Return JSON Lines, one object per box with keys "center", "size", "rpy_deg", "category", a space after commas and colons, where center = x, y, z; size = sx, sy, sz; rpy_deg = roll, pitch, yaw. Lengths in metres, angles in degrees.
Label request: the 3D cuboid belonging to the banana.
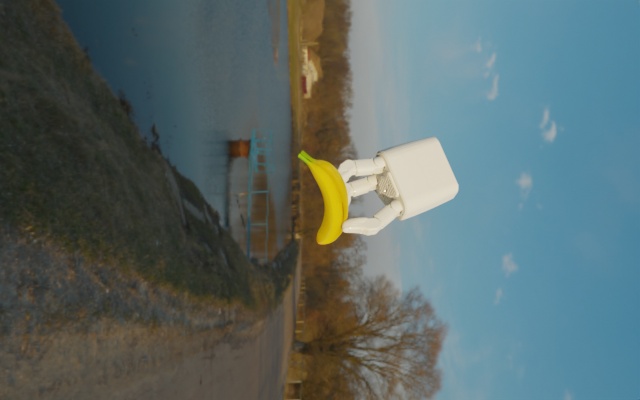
{"center": [0.013, 0.007, 0.745], "size": [0.069, 0.198, 0.037], "rpy_deg": [28, 53, 34], "category": "banana"}
